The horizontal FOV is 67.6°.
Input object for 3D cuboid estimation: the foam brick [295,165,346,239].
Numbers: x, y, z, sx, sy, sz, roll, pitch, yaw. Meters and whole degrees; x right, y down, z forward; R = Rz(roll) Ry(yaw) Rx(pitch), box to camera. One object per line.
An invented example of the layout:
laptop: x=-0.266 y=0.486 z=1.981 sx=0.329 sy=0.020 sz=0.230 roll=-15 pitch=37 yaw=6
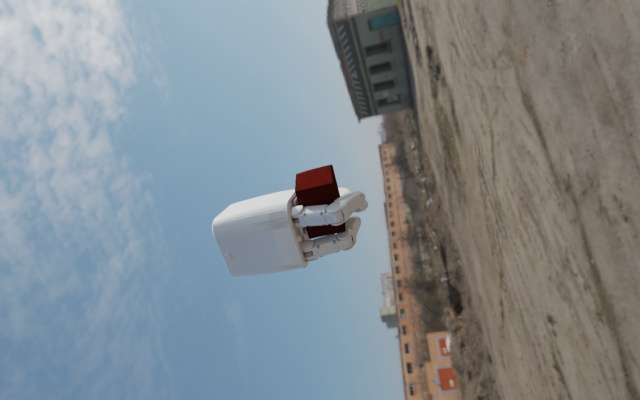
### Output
foam brick: x=0.000 y=0.002 z=0.632 sx=0.051 sy=0.078 sz=0.053 roll=-12 pitch=29 yaw=7
